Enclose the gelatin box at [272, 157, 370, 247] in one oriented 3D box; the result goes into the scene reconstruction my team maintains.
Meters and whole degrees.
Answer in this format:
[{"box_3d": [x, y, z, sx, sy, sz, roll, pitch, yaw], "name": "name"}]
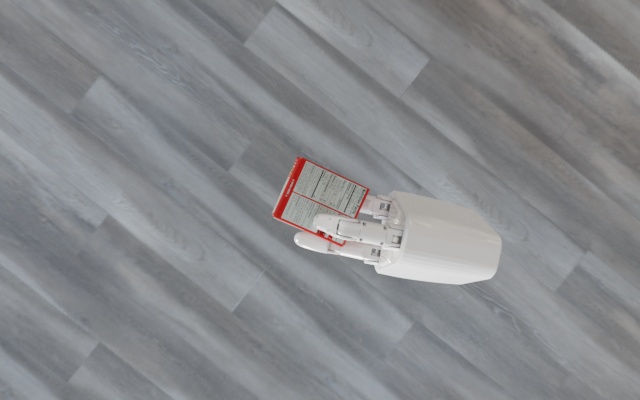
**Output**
[{"box_3d": [0.000, 0.002, 0.537, 0.089, 0.073, 0.030, 24, 0, -11], "name": "gelatin box"}]
